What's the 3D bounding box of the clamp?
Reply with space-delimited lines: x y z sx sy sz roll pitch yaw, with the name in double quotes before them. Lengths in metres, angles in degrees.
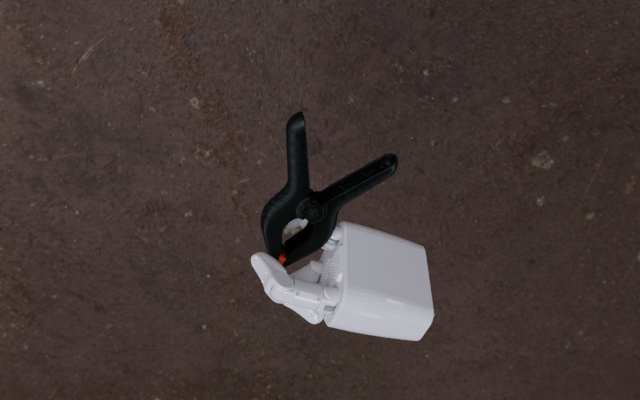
"clamp" 0.000 0.002 0.485 0.120 0.171 0.039 16 30 -15
